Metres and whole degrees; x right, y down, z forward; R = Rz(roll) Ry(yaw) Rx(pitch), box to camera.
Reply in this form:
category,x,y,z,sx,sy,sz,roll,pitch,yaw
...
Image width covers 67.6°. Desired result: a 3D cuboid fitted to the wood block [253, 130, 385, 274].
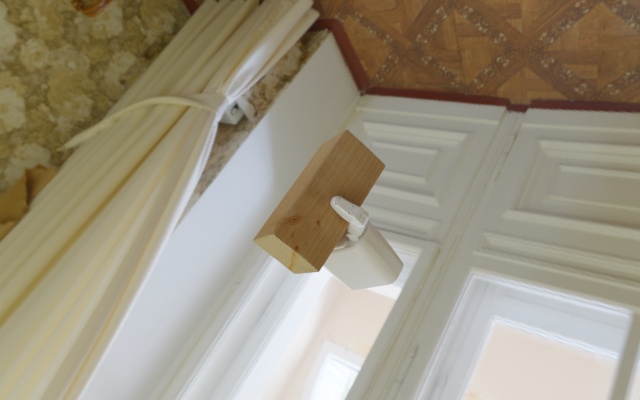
category,x,y,z,sx,sy,sz,roll,pitch,yaw
wood block,0.000,0.003,0.737,0.090,0.206,0.091,41,-25,-15
